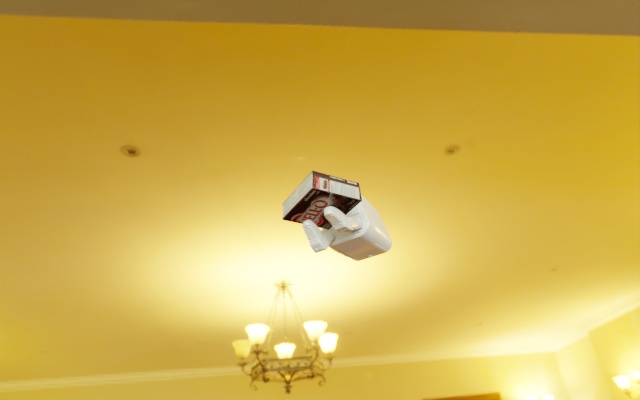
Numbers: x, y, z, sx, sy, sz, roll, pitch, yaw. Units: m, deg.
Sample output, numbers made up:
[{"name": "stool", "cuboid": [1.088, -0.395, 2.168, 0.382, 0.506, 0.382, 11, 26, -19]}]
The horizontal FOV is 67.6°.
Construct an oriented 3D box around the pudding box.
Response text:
[{"name": "pudding box", "cuboid": [0.000, 0.002, 0.780, 0.090, 0.039, 0.113, 13, -36, -26]}]
